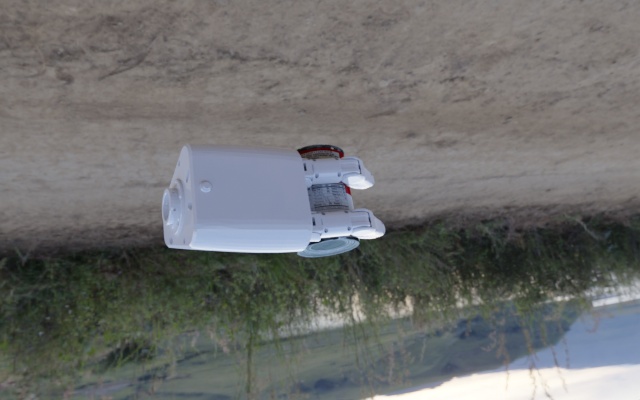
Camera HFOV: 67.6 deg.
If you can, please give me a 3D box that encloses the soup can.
[{"bbox_3d":[0.000,0.002,0.500,0.068,0.102,0.068,-8,-19,-3],"label":"soup can"}]
